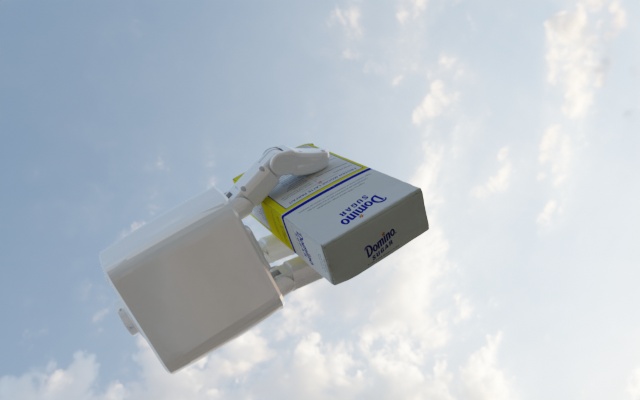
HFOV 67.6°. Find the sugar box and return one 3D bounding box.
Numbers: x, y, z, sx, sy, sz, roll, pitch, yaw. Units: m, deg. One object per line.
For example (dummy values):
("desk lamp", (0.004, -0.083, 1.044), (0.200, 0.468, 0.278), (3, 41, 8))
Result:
("sugar box", (0.000, 0.002, 0.416), (0.093, 0.048, 0.176), (-28, 32, -19))
